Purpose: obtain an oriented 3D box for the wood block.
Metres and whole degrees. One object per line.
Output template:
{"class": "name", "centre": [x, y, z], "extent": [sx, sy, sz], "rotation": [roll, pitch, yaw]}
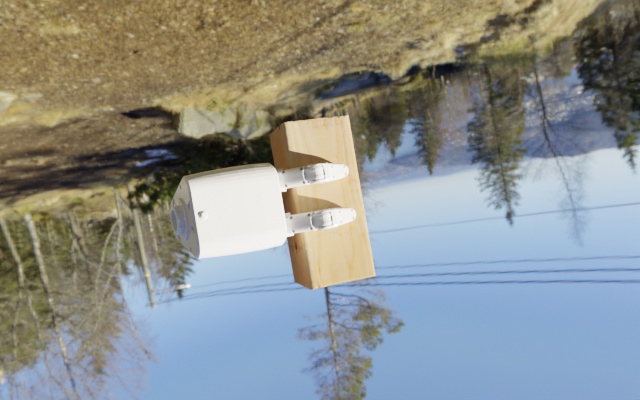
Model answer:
{"class": "wood block", "centre": [0.000, 0.002, 0.631], "extent": [0.090, 0.206, 0.091], "rotation": [-9, 0, -17]}
